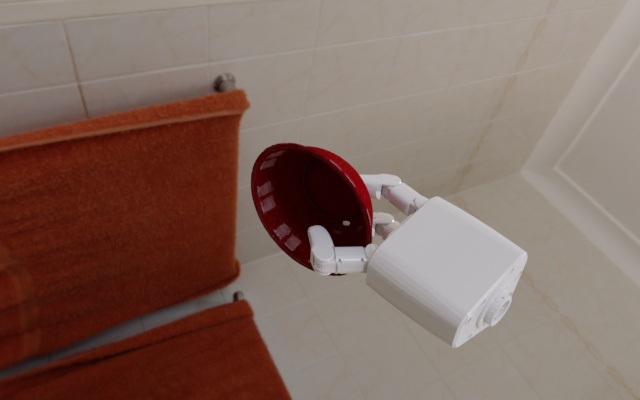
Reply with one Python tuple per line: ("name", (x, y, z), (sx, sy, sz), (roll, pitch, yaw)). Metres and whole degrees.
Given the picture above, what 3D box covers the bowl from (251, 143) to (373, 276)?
("bowl", (-0.001, 0.001, 0.528), (0.162, 0.162, 0.055), (0, 28, 41))
